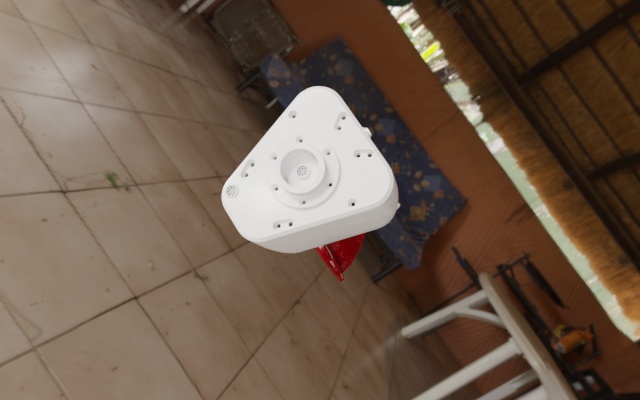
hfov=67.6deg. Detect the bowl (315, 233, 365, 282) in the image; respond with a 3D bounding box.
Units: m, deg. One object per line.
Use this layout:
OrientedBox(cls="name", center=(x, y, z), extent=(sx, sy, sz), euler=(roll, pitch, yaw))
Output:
OrientedBox(cls="bowl", center=(0.000, 0.001, 0.495), extent=(0.055, 0.162, 0.162), euler=(-32, 4, -7))
